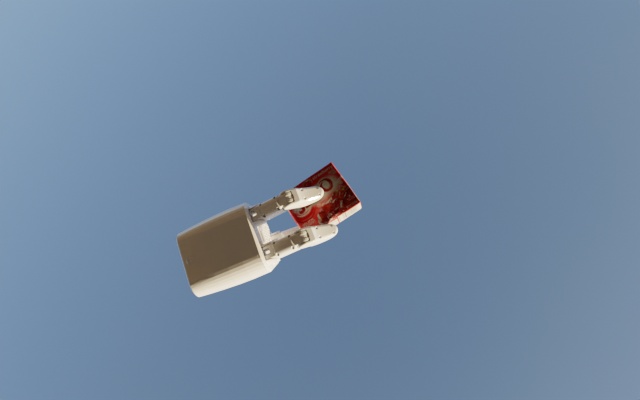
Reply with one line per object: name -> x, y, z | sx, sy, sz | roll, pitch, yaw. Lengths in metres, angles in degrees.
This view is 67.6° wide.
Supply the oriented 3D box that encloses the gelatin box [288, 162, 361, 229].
gelatin box -> 0.000, 0.002, 0.660 | 0.089, 0.073, 0.030 | -33, -19, -4
